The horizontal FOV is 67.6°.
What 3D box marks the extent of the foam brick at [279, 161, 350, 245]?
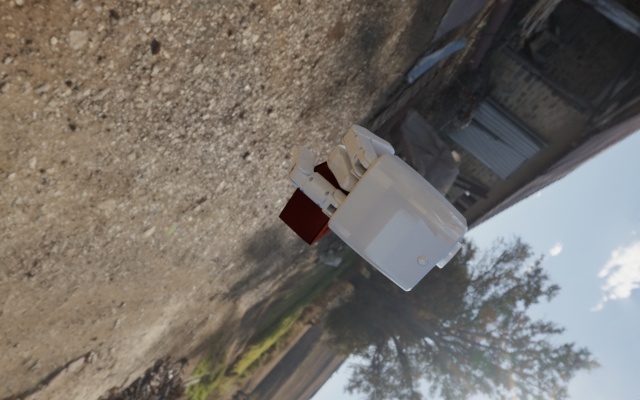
[{"bbox_3d":[0.000,0.002,0.540,0.051,0.078,0.053,42,30,10],"label":"foam brick"}]
